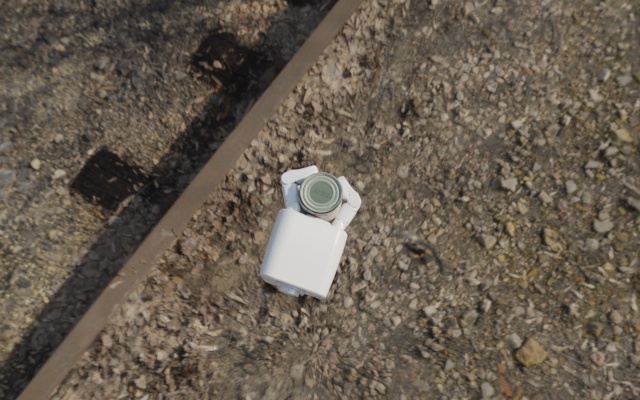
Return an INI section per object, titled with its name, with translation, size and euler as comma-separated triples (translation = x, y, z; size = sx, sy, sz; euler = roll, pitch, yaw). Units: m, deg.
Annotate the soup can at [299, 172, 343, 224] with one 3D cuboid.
[soup can]
translation = 0.000, 0.002, 0.761
size = 0.068, 0.068, 0.102
euler = 0, -17, -1
